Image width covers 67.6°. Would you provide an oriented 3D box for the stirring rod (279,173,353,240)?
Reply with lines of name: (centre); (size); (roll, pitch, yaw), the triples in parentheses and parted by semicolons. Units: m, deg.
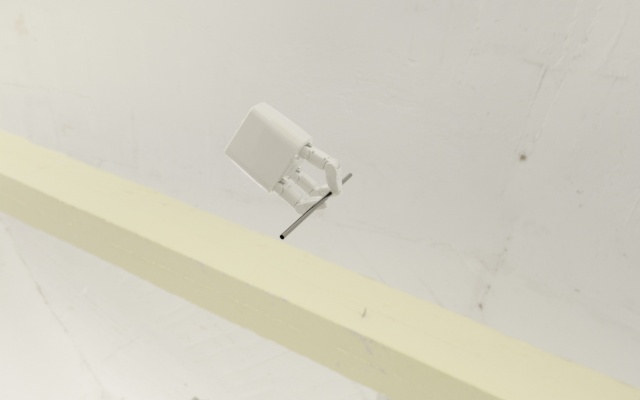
stirring rod: (0.000, 0.002, 0.752); (0.011, 0.011, 0.239); (0, 24, 29)
